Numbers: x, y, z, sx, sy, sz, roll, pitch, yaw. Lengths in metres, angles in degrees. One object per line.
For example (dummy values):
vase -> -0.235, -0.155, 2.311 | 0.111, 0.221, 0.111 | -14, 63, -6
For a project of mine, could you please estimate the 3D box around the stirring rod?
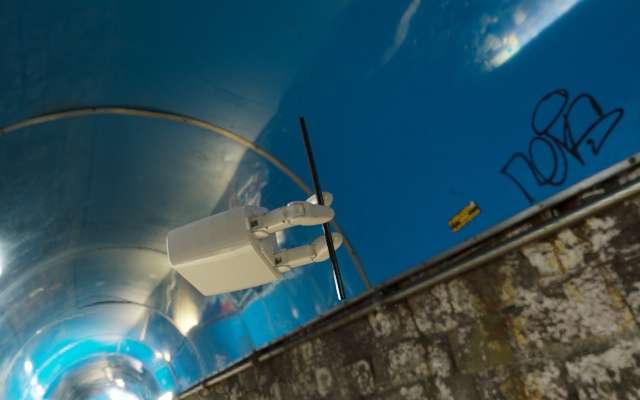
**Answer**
stirring rod -> 0.000, 0.002, 0.581 | 0.011, 0.239, 0.011 | -11, -22, -4
